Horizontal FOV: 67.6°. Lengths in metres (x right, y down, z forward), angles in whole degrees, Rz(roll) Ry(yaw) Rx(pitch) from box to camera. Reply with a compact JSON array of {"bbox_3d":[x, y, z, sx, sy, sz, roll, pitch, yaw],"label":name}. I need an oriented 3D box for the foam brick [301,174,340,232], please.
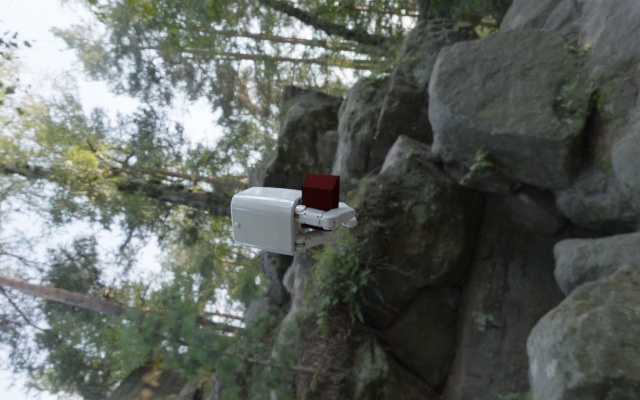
[{"bbox_3d":[0.000,0.002,0.771,0.051,0.078,0.053,8,29,13],"label":"foam brick"}]
